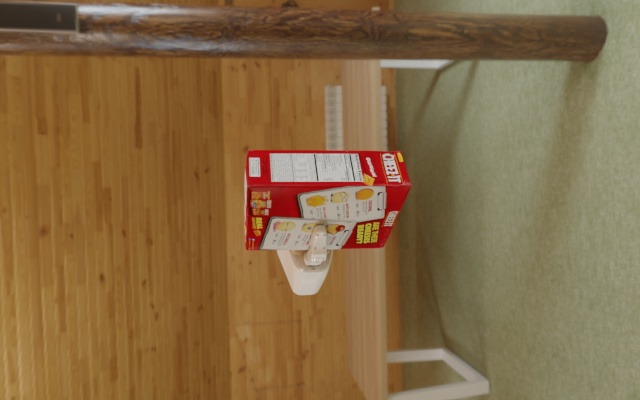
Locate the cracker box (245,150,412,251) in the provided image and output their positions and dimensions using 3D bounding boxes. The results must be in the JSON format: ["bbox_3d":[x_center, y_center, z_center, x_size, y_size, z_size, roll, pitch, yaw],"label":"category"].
[{"bbox_3d":[0.000,0.002,0.679,0.214,0.072,0.164,-1,-35,-10],"label":"cracker box"}]
